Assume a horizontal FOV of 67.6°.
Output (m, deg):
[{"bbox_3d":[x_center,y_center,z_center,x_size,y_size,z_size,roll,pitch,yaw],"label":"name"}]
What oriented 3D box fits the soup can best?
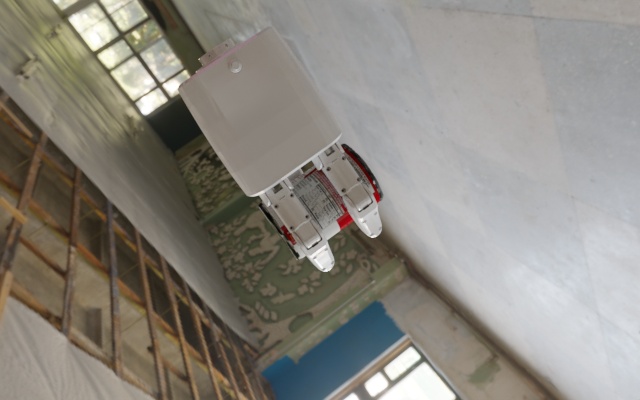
[{"bbox_3d":[0.000,0.002,0.460,0.102,0.068,0.068,-36,5,-7],"label":"soup can"}]
